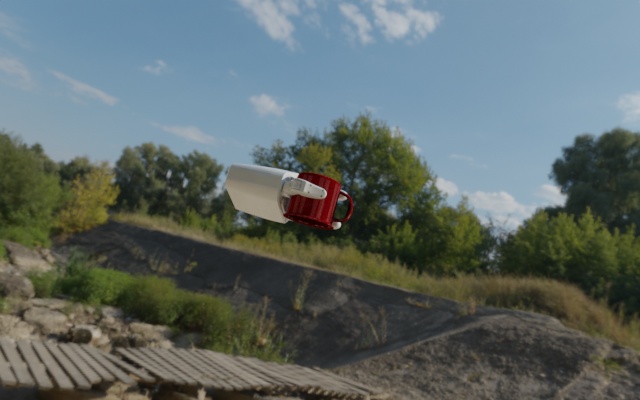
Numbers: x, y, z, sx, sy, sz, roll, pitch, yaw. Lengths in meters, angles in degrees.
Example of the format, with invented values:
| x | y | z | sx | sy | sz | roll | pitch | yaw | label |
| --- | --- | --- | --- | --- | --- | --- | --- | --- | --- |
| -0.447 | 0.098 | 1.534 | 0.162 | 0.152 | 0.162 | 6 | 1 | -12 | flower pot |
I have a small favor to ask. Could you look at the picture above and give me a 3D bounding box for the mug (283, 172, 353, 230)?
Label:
| x | y | z | sx | sy | sz | roll | pitch | yaw | label |
| --- | --- | --- | --- | --- | --- | --- | --- | --- | --- |
| 0.002 | 0.003 | 0.846 | 0.117 | 0.081 | 0.093 | 13 | -11 | 11 | mug |
